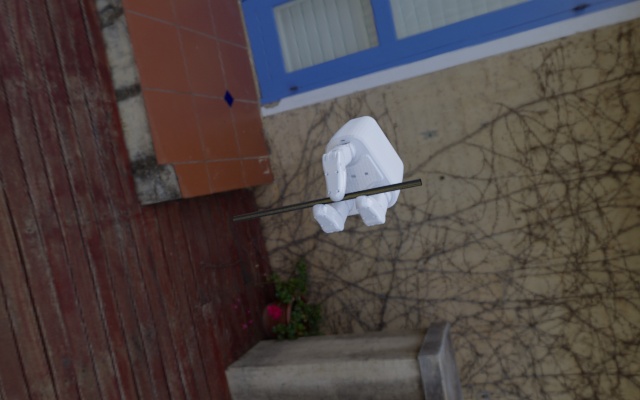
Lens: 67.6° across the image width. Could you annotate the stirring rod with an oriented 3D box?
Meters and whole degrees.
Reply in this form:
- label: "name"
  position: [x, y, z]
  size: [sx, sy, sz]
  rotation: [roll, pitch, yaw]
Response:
- label: "stirring rod"
  position: [0.000, 0.002, 0.565]
  size: [0.239, 0.011, 0.011]
  rotation: [-11, -4, 22]
